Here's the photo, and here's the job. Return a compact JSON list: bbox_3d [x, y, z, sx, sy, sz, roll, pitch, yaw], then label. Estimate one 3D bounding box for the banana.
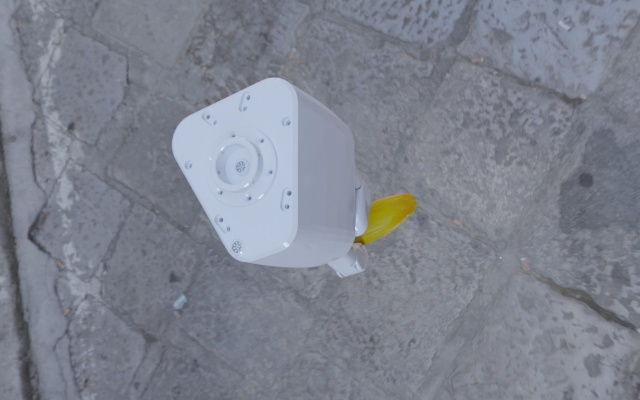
[{"bbox_3d":[-0.005,0.020,0.477,0.198,0.069,0.037,5,-6,22],"label":"banana"}]
